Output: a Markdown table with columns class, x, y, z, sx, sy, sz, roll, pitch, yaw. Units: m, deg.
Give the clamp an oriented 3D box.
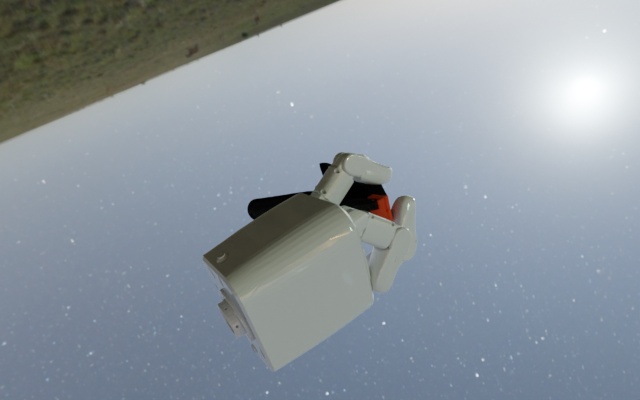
| class | x | y | z | sx | sy | sz | roll | pitch | yaw |
| --- | --- | --- | --- | --- | --- | --- | --- | --- | --- |
| clamp | 0.000 | 0.002 | 0.492 | 0.120 | 0.039 | 0.171 | -33 | 23 | -19 |
